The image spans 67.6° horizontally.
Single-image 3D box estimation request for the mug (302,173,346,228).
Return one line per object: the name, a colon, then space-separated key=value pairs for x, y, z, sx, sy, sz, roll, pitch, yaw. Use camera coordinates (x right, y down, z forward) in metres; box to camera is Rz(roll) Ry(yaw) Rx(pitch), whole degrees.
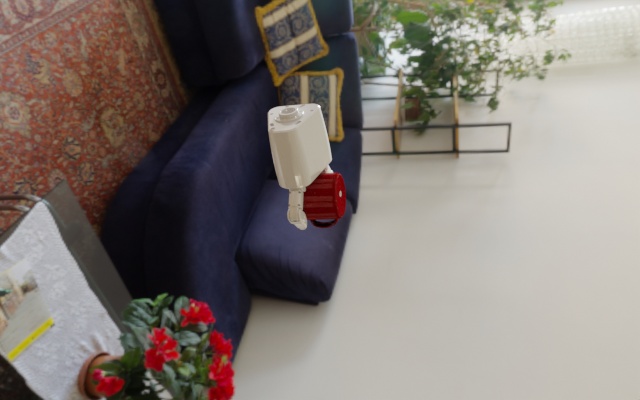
mug: x=0.001 y=0.004 z=0.856 sx=0.081 sy=0.117 sz=0.093 roll=-3 pitch=35 yaw=15
